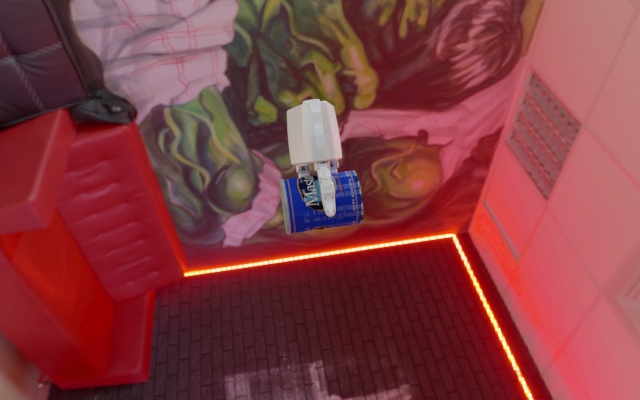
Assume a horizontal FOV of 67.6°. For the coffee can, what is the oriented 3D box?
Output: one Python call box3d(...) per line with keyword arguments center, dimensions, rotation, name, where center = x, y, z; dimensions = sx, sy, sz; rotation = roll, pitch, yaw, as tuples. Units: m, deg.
box3d(center=(0.000, 0.003, 0.889), dimensions=(0.140, 0.103, 0.103), rotation=(-8, 1, -7), name="coffee can")
